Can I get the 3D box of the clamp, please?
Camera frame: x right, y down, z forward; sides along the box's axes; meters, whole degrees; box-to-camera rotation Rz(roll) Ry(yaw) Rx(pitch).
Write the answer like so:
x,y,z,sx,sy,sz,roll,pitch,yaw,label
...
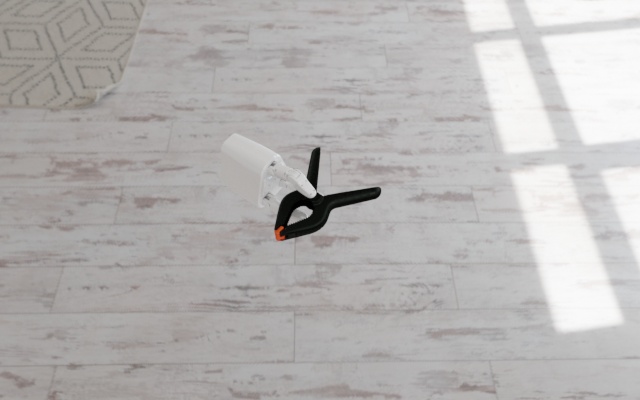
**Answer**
x,y,z,sx,sy,sz,roll,pitch,yaw,label
0.000,0.003,0.879,0.164,0.210,0.036,29,-29,20,clamp
